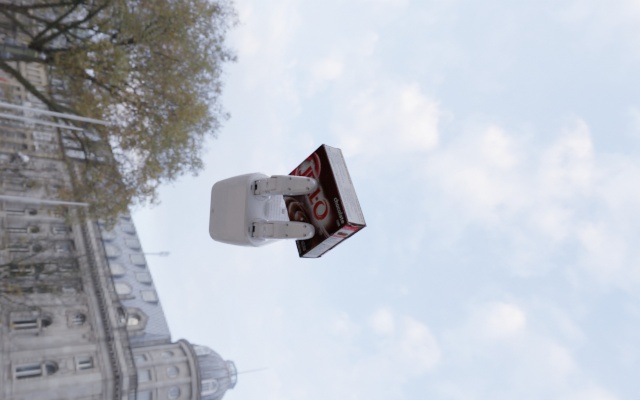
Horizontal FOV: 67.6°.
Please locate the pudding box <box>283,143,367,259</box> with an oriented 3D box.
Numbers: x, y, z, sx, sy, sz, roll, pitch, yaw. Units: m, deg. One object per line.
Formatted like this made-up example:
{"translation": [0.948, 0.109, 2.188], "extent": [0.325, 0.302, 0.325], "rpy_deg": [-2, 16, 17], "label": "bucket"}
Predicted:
{"translation": [0.000, 0.002, 0.582], "extent": [0.039, 0.113, 0.090], "rpy_deg": [7, -35, -43], "label": "pudding box"}
